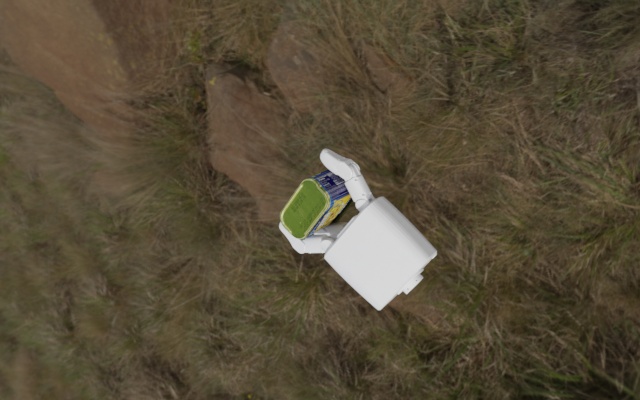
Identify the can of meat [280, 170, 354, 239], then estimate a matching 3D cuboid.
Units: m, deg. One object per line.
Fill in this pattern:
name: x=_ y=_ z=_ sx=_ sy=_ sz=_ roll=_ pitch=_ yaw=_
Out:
can of meat: x=0.000 y=0.002 z=0.679 sx=0.084 sy=0.057 sz=0.102 roll=-26 pitch=-22 yaw=-50
